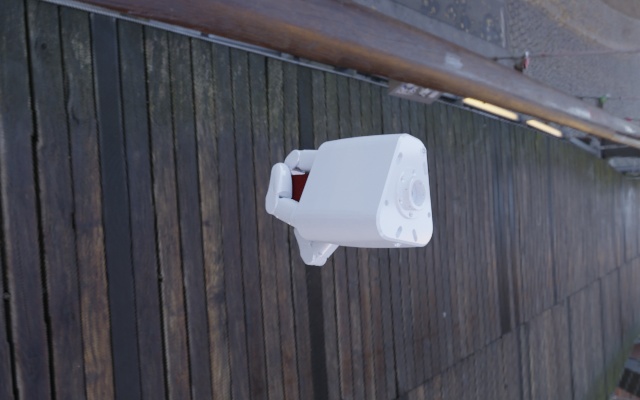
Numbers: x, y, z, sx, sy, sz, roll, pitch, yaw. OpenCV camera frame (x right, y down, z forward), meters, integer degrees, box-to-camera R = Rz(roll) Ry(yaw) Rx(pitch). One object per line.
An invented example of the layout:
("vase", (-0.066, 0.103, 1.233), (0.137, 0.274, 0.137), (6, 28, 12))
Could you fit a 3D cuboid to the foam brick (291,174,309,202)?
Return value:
("foam brick", (0.000, 0.002, 0.566), (0.051, 0.053, 0.078), (-1, -10, 44))
